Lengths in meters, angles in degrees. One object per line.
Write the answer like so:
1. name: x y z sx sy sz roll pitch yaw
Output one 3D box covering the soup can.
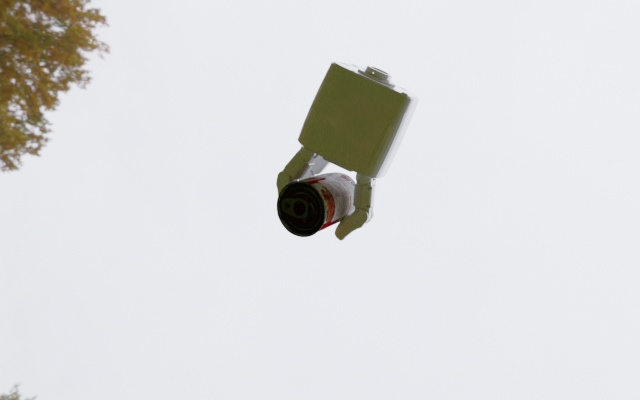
1. soup can: 0.000 0.002 0.608 0.068 0.068 0.102 0 10 29
